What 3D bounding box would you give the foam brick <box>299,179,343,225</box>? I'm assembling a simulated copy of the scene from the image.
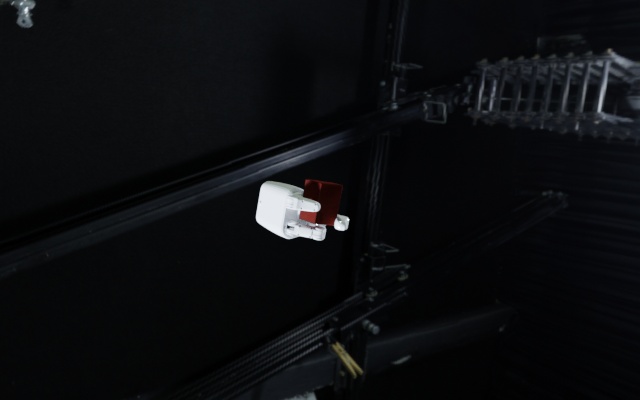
[{"bbox_3d":[0.000,0.003,0.881,0.053,0.078,0.051,6,8,-38],"label":"foam brick"}]
